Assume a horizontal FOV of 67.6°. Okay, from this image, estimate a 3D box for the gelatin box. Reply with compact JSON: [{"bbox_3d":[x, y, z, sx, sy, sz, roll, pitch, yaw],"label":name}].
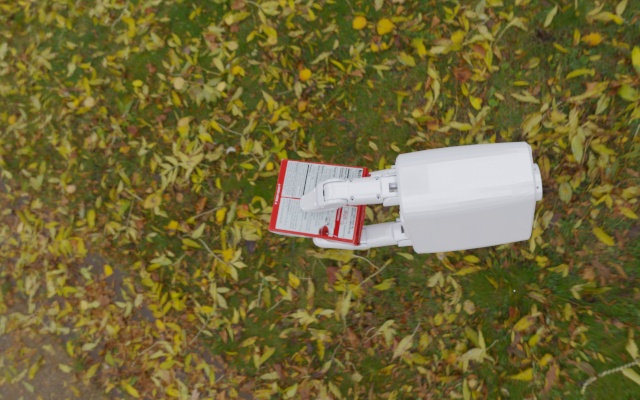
[{"bbox_3d":[0.000,0.001,0.466,0.089,0.073,0.030,7,-9,15],"label":"gelatin box"}]
